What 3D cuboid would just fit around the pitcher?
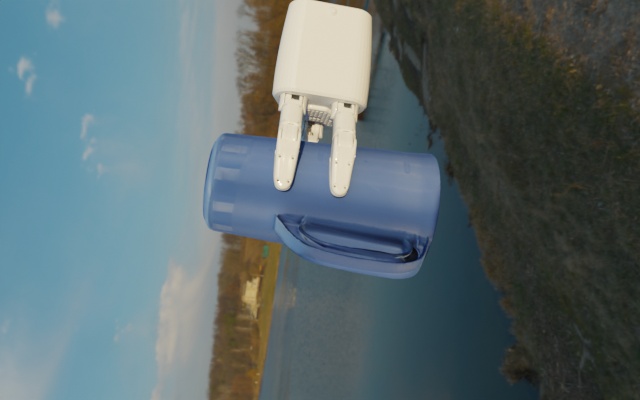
[{"bbox_3d":[0.000,0.002,0.523,0.243,0.145,0.149,8,-8,-5],"label":"pitcher"}]
